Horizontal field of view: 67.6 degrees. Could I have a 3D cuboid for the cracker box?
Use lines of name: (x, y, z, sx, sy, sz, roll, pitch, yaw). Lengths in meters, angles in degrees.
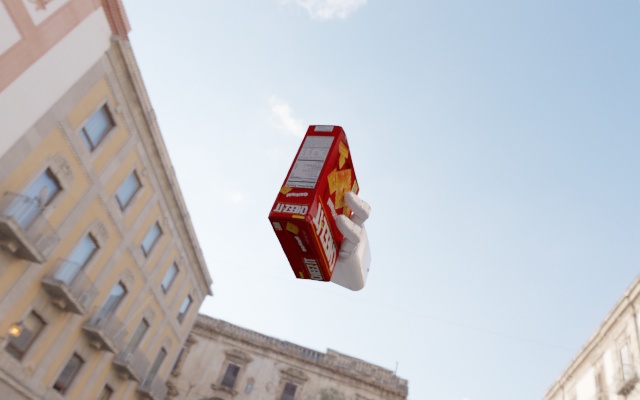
cracker box: (0.000, 0.002, 0.802, 0.072, 0.213, 0.164, 3, -41, 21)
